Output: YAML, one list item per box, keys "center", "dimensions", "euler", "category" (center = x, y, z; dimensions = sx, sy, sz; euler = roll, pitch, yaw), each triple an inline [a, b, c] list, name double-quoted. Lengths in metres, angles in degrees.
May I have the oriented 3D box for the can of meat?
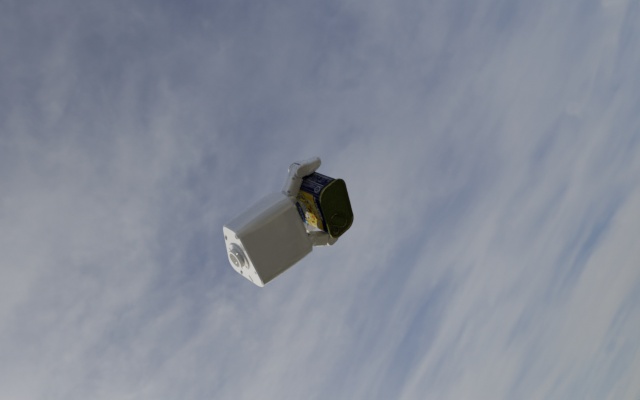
- center: [0.000, 0.002, 0.794]
  dimensions: [0.057, 0.102, 0.084]
  euler: [-39, 41, -28]
  category: "can of meat"
